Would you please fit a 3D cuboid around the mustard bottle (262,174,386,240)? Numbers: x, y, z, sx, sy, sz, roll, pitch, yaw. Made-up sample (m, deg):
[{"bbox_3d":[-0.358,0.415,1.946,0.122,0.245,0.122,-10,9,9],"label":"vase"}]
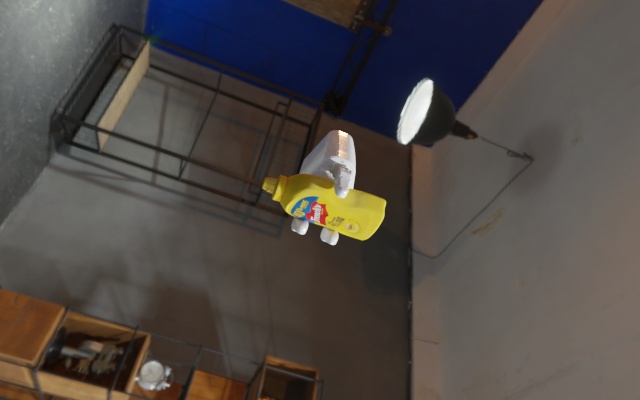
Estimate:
[{"bbox_3d":[0.000,0.003,0.762,0.191,0.058,0.096,20,-31,-10],"label":"mustard bottle"}]
